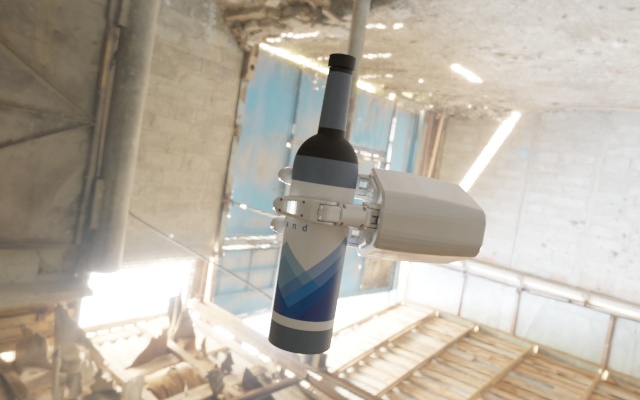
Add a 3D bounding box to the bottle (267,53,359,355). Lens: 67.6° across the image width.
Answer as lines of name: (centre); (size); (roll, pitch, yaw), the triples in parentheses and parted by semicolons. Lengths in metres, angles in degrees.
bottle: (0.000, 0.002, 0.486); (0.069, 0.296, 0.069); (9, 4, -1)
